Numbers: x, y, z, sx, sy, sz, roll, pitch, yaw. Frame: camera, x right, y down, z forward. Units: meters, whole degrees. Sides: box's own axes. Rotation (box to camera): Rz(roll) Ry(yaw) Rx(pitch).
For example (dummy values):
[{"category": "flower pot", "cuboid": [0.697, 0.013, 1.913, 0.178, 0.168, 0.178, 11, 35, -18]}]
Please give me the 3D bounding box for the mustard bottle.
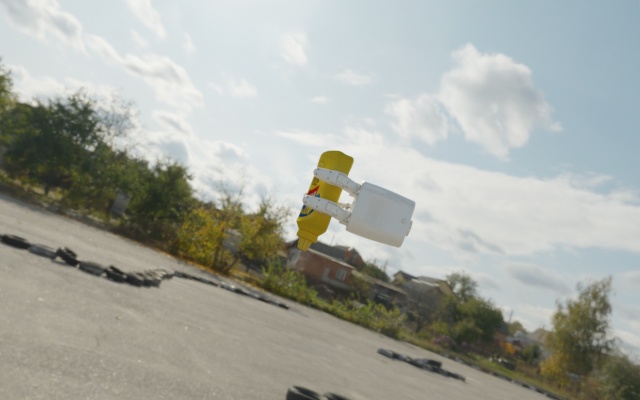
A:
[{"category": "mustard bottle", "cuboid": [0.000, 0.003, 0.900, 0.058, 0.191, 0.096, 25, -11, -21]}]
